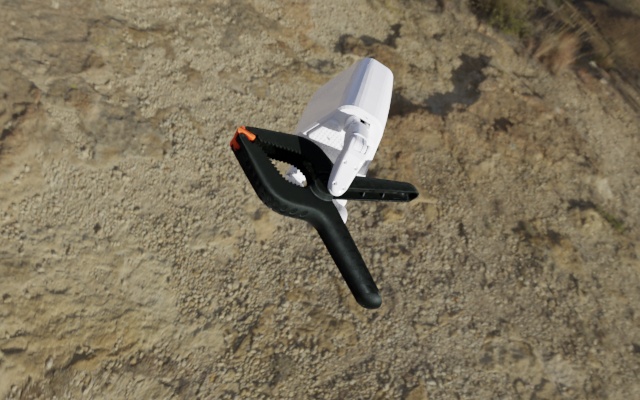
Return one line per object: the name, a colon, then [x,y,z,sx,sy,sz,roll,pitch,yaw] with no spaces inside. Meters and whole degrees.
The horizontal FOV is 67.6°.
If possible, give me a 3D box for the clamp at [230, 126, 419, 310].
clamp: [0.000,0.001,0.473,0.210,0.164,0.036,29,-40,-12]
